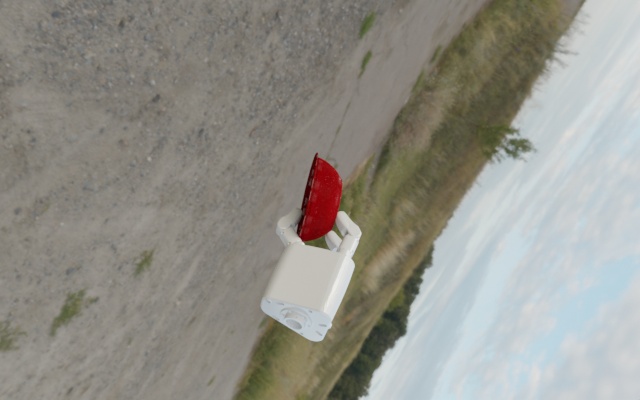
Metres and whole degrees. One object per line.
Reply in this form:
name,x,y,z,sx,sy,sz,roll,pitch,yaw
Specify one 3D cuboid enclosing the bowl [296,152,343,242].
bowl,0.001,0.002,0.815,0.055,0.162,0.162,12,-1,-5
